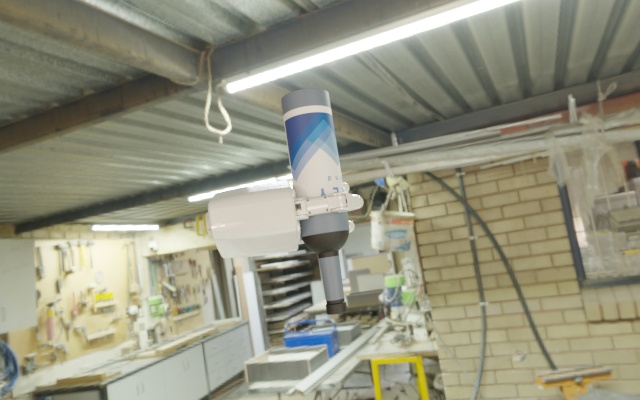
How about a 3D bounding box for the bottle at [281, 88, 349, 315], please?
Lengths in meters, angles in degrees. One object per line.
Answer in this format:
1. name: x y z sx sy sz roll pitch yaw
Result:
1. bottle: 0.000 0.002 0.640 0.069 0.295 0.069 -8 -7 -1
